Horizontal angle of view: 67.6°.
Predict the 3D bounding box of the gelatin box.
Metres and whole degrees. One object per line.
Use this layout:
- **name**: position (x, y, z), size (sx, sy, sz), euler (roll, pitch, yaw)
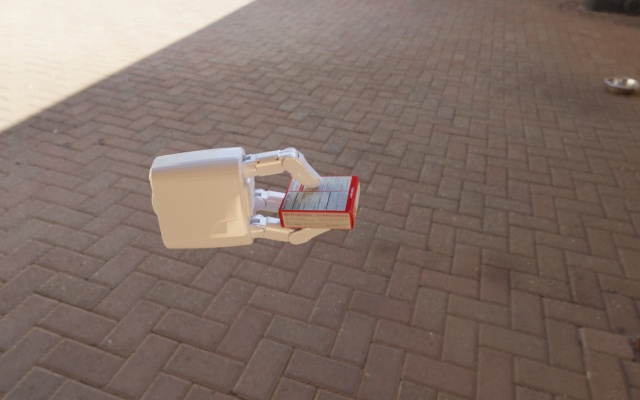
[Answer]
- **gelatin box**: position (0.000, 0.002, 0.580), size (0.089, 0.030, 0.073), euler (0, 37, 12)
